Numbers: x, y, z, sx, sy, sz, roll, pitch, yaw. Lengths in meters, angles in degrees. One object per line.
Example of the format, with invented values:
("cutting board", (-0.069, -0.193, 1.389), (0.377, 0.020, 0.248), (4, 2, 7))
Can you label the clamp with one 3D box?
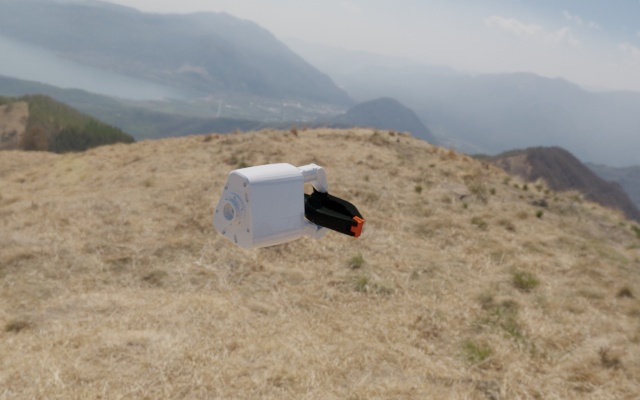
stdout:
("clamp", (0.001, 0.002, 0.807), (0.210, 0.036, 0.164), (27, 25, 35))
